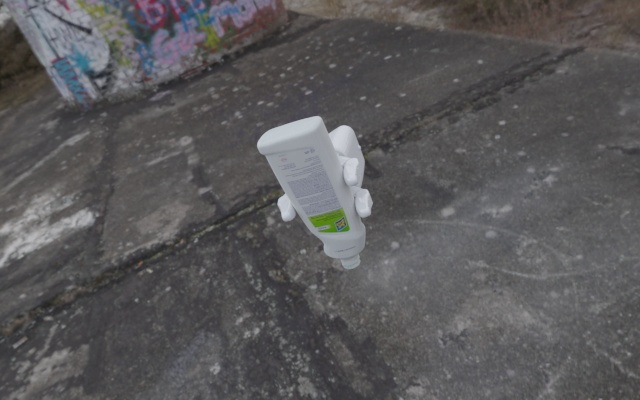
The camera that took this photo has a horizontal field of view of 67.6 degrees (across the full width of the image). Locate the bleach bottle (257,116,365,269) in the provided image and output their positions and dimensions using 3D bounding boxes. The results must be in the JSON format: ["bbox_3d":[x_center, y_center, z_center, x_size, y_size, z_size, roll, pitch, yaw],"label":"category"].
[{"bbox_3d":[0.000,0.002,0.735,0.102,0.251,0.068,-13,28,20],"label":"bleach bottle"}]
